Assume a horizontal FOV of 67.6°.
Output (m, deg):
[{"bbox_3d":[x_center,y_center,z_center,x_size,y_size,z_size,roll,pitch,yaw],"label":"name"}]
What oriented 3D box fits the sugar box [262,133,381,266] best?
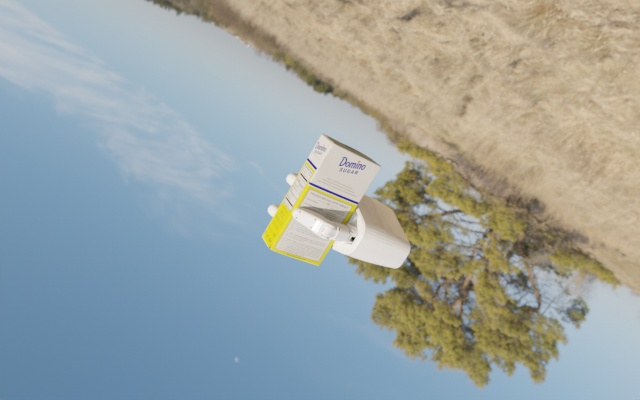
[{"bbox_3d":[0.000,0.002,0.681,0.093,0.176,0.048,23,14,-34],"label":"sugar box"}]
